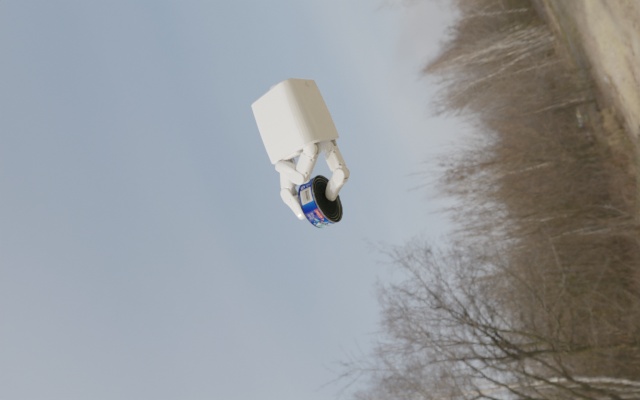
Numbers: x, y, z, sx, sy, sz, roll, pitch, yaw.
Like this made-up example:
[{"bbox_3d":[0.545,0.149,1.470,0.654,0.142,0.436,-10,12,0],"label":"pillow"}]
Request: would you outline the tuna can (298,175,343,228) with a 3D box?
[{"bbox_3d":[0.000,0.003,0.804,0.034,0.086,0.086,-25,-12,28],"label":"tuna can"}]
